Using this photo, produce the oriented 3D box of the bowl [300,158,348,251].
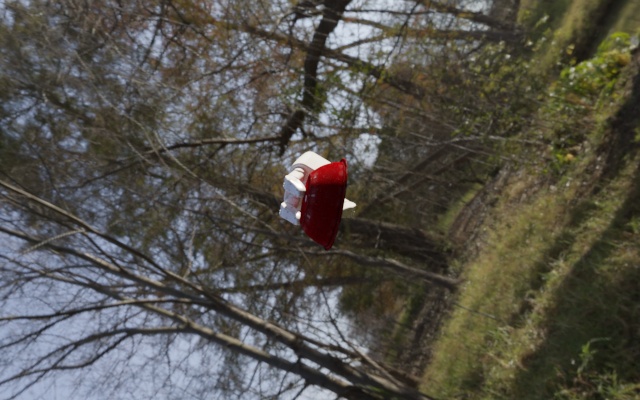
[{"bbox_3d":[0.000,0.003,0.815,0.055,0.162,0.162,10,-2,-8],"label":"bowl"}]
